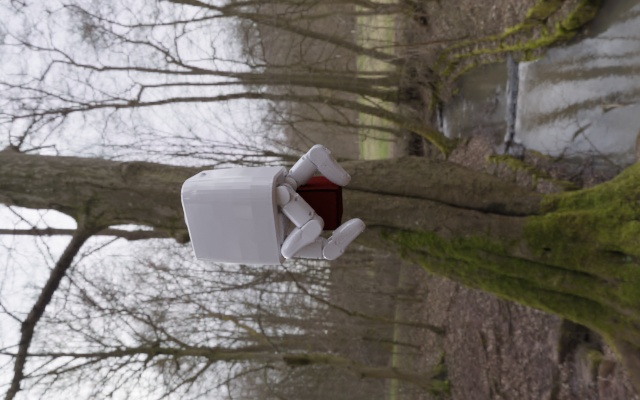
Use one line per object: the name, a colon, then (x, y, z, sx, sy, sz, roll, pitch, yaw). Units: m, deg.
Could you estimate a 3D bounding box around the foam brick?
foam brick: (0.000, 0.002, 0.598, 0.051, 0.053, 0.078, -2, 14, 6)
